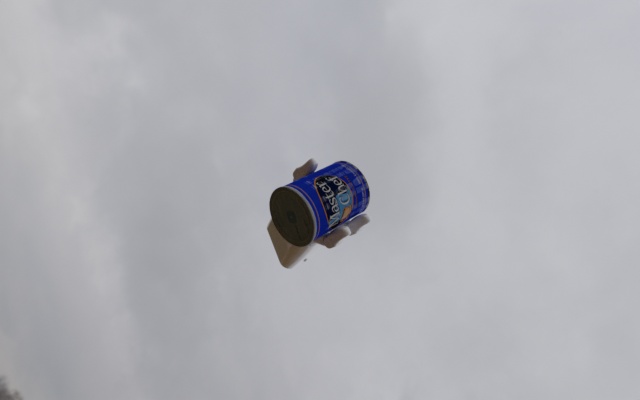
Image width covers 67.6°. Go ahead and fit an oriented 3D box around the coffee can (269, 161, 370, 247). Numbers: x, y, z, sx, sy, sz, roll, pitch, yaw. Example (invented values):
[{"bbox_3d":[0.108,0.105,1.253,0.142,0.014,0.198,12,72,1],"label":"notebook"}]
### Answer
[{"bbox_3d":[0.000,0.003,0.799,0.103,0.103,0.140,0,20,47],"label":"coffee can"}]
